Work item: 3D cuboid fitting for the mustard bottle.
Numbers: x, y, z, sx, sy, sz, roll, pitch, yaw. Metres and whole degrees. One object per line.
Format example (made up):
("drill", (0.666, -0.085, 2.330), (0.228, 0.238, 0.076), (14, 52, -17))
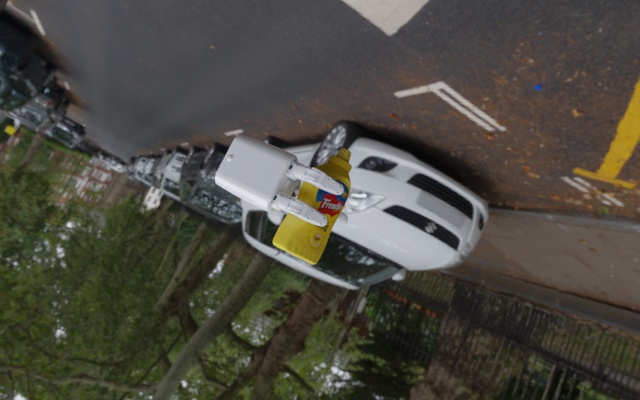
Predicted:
("mustard bottle", (0.000, 0.003, 0.773), (0.058, 0.191, 0.096), (21, -9, 40))
